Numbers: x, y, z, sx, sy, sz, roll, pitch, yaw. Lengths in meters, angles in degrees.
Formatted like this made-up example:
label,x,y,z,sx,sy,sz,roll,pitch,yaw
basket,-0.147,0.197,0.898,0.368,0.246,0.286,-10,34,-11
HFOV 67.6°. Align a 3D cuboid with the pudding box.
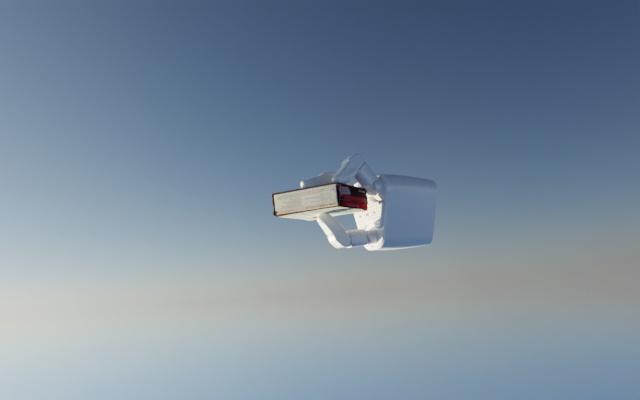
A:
label,x,y,z,sx,sy,sz,roll,pitch,yaw
pudding box,0.000,0.002,0.697,0.113,0.039,0.090,-11,-11,30
